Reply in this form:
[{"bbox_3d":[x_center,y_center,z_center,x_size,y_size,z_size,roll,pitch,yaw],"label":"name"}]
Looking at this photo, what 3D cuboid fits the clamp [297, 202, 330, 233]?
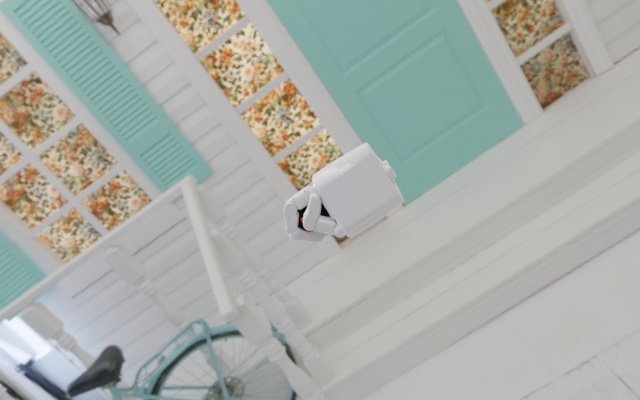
[{"bbox_3d":[0.000,0.002,0.856,0.120,0.039,0.171,-33,17,12],"label":"clamp"}]
